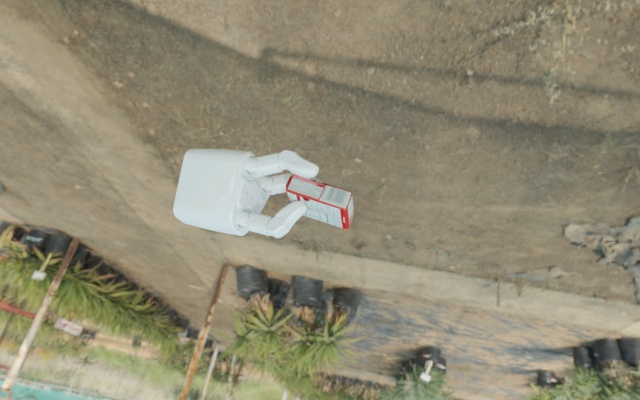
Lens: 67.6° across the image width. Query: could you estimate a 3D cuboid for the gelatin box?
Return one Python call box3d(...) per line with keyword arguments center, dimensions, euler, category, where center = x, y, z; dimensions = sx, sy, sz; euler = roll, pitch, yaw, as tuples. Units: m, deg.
box3d(center=(0.000, 0.003, 0.657), dimensions=(0.089, 0.030, 0.073), euler=(18, -22, 14), category="gelatin box")
